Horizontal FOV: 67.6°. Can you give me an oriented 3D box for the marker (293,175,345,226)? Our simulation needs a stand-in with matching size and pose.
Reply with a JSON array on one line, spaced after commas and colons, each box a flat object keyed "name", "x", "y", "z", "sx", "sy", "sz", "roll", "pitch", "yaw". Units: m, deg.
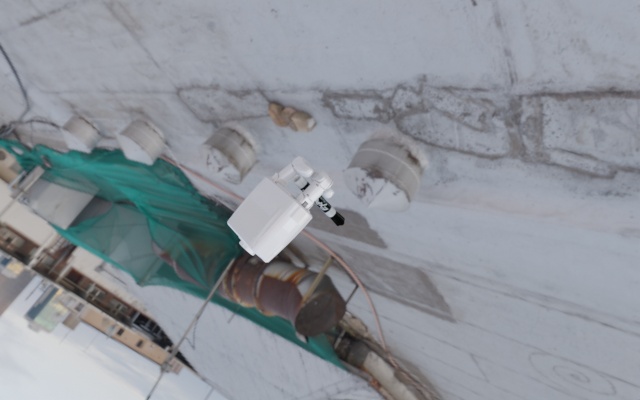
[{"name": "marker", "x": 0.000, "y": 0.003, "z": 0.804, "sx": 0.121, "sy": 0.020, "sz": 0.020, "roll": 45, "pitch": -24, "yaw": -27}]
